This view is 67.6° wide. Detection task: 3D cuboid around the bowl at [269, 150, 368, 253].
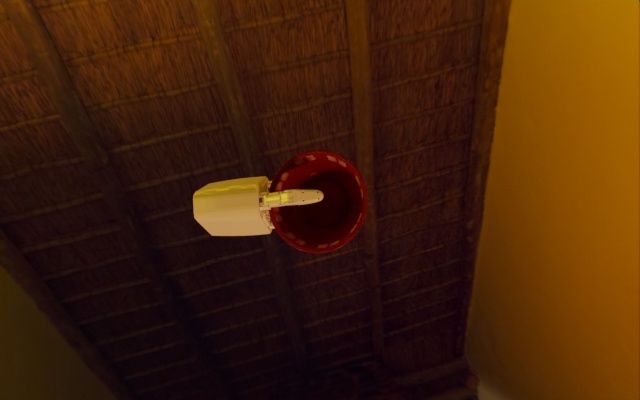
[{"bbox_3d":[0.002,0.003,0.766,0.162,0.162,0.055,0,-4,14],"label":"bowl"}]
